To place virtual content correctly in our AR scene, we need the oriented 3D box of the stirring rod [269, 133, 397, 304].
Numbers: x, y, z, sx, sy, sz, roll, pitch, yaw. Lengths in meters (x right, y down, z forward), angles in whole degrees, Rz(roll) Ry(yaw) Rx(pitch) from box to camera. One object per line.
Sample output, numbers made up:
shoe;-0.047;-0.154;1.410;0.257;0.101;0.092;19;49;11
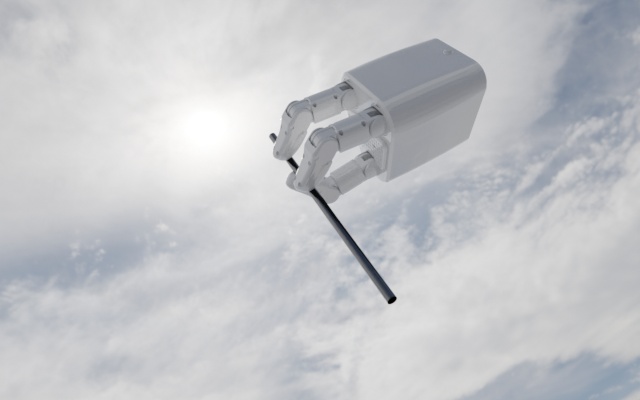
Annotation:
stirring rod;0.000;0.001;0.423;0.011;0.011;0.239;0;36;-32
